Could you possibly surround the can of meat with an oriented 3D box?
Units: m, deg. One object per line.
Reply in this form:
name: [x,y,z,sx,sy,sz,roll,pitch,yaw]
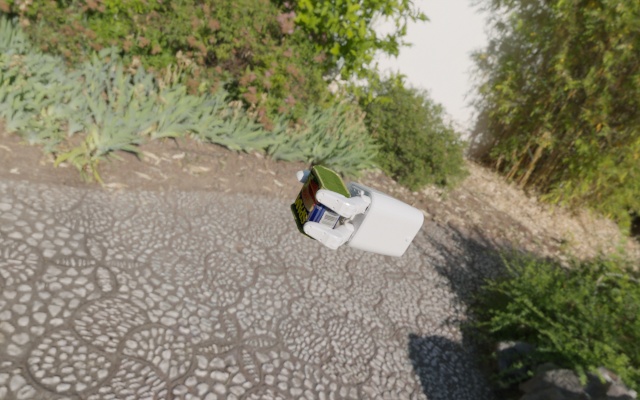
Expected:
can of meat: [0.000,0.002,0.762,0.057,0.084,0.102,18,24,-24]
